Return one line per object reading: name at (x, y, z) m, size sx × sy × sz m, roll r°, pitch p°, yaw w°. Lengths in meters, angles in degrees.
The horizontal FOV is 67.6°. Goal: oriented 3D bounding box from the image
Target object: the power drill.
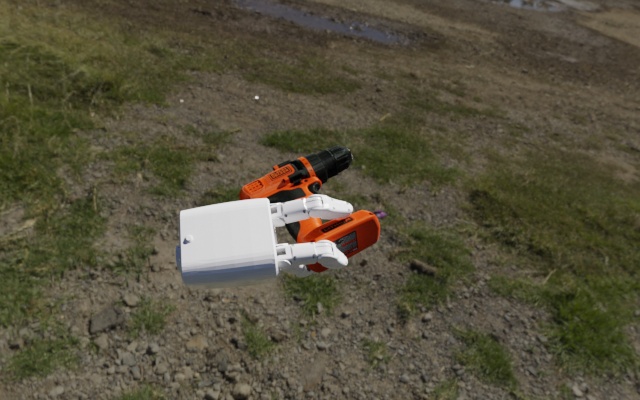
power drill at (0.000, 0.002, 0.663) m, size 0.184 × 0.057 × 0.187 m, roll -28°, pitch 42°, yaw -15°
